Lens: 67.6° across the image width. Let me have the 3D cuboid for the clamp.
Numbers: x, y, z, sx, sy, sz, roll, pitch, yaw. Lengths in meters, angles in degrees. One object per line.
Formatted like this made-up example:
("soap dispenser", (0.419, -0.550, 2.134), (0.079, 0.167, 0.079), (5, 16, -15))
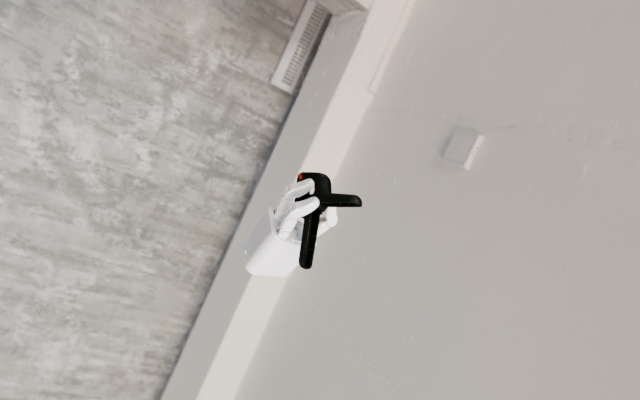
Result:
("clamp", (0.001, 0.003, 0.882), (0.036, 0.165, 0.209), (27, 29, -31))
